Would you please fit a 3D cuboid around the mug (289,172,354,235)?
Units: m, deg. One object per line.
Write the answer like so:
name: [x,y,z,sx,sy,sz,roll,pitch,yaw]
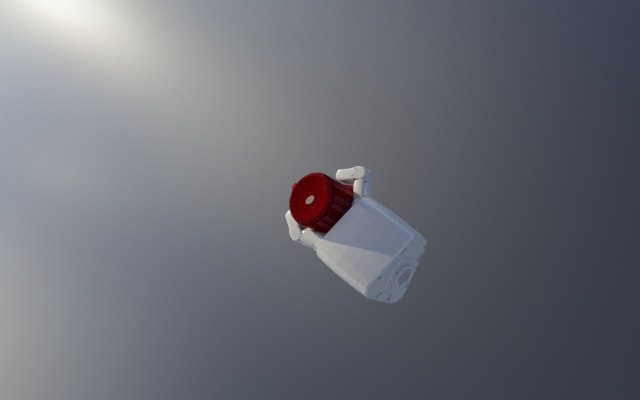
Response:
mug: [-0.001,0.002,0.724,0.117,0.093,0.081,37,7,41]
